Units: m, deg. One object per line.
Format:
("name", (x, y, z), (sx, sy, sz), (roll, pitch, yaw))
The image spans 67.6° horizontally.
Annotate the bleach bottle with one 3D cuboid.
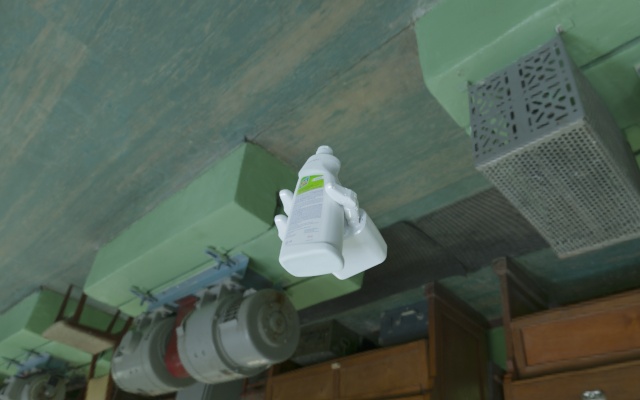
("bleach bottle", (0.000, 0.003, 0.807), (0.102, 0.250, 0.068), (-13, -44, 26))
